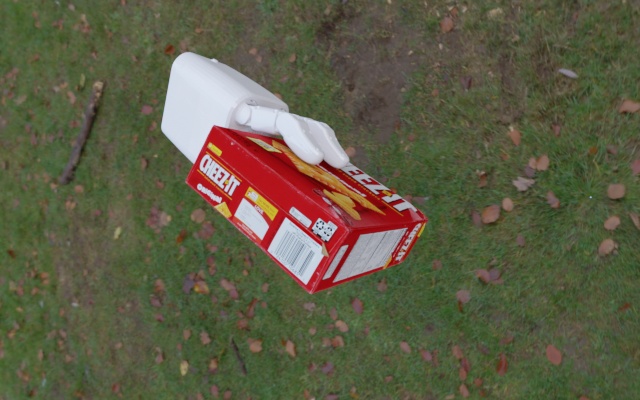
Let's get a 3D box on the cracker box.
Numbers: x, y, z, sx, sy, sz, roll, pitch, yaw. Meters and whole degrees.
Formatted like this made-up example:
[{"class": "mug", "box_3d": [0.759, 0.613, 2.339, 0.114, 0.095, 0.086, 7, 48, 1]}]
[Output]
[{"class": "cracker box", "box_3d": [0.000, 0.002, 0.487, 0.164, 0.072, 0.213, 38, 18, 24]}]
